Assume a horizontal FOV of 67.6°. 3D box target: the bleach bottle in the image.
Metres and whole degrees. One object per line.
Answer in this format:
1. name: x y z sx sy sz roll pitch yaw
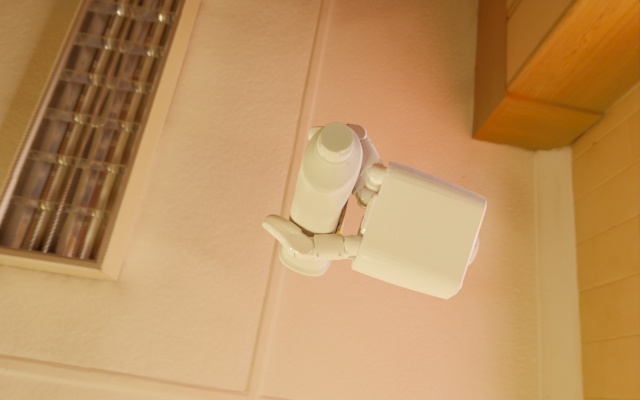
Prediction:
1. bleach bottle: 0.000 0.002 0.504 0.068 0.102 0.251 20 -22 3
